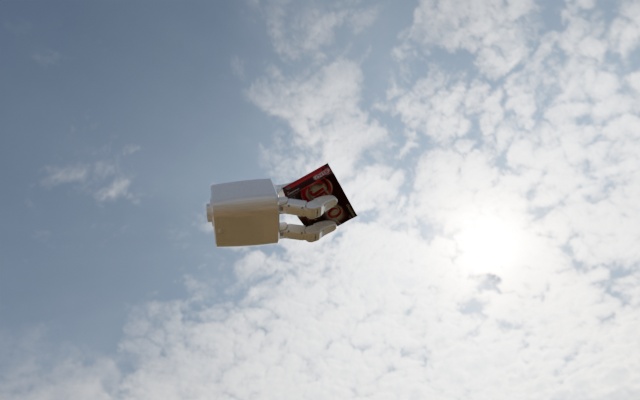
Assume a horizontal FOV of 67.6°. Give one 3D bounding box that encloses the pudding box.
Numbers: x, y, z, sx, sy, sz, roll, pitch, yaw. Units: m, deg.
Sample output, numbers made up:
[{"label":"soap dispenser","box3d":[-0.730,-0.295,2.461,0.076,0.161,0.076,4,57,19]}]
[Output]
[{"label":"pudding box","box3d":[0.000,0.003,0.817,0.090,0.114,0.039,-28,41,5]}]
